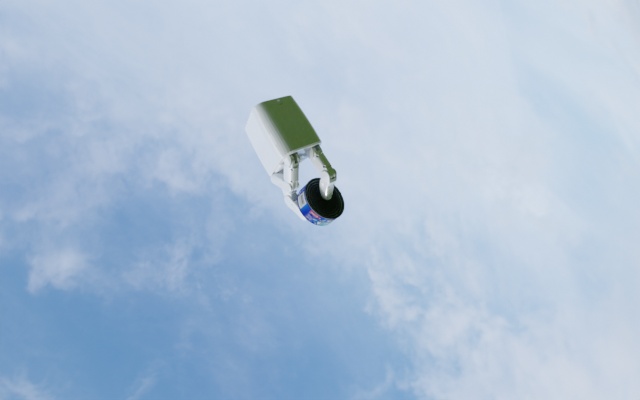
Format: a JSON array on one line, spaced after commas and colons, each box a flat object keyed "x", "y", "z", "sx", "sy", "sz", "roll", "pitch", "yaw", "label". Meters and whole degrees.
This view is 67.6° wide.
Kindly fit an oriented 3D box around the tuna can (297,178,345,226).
[{"x": 0.000, "y": 0.003, "z": 0.881, "sx": 0.086, "sy": 0.086, "sz": 0.034, "roll": 0, "pitch": -28, "yaw": -37, "label": "tuna can"}]
